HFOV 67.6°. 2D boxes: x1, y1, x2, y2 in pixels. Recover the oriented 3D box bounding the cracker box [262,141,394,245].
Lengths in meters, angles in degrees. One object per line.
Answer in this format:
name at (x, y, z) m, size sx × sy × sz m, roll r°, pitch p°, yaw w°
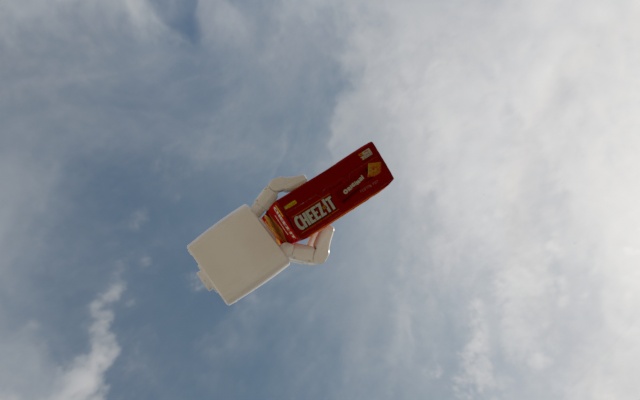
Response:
cracker box at (0.000, 0.002, 0.739) m, size 0.164 × 0.072 × 0.214 m, roll -33°, pitch 0°, yaw -15°
